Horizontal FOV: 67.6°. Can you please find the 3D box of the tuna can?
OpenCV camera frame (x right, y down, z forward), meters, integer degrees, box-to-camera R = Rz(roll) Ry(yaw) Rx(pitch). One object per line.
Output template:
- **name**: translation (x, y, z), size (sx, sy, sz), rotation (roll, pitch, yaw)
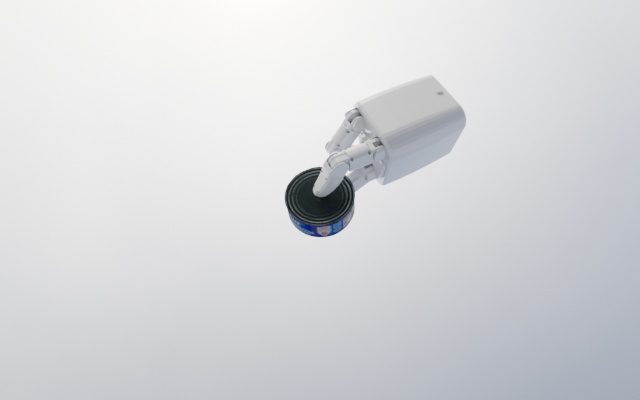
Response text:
- **tuna can**: translation (0.000, 0.002, 0.590), size (0.086, 0.086, 0.034), rotation (0, -33, 5)
